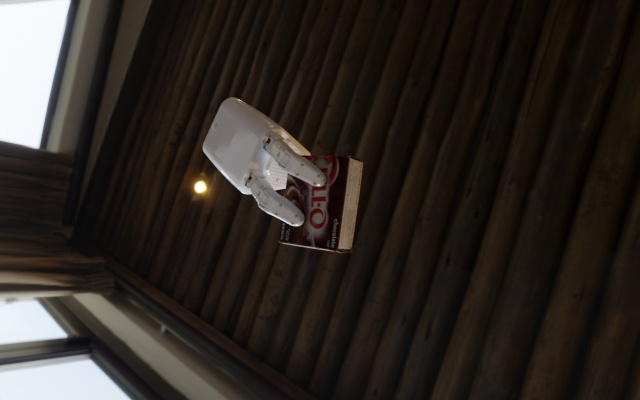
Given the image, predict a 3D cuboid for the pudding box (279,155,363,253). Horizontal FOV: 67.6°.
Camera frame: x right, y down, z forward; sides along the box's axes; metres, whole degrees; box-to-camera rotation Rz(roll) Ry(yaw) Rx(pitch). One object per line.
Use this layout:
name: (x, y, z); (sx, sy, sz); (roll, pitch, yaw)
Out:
pudding box: (0.000, 0.002, 0.576); (0.090, 0.113, 0.039); (4, -2, 38)
